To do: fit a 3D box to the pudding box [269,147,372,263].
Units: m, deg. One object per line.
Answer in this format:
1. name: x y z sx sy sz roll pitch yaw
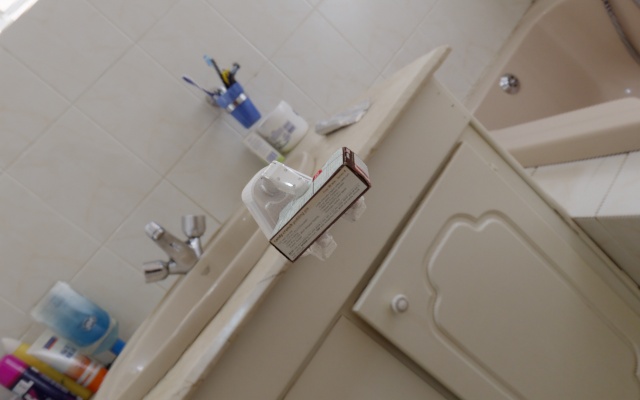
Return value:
1. pudding box: 0.000 0.001 0.494 0.039 0.113 0.090 40 14 -10
